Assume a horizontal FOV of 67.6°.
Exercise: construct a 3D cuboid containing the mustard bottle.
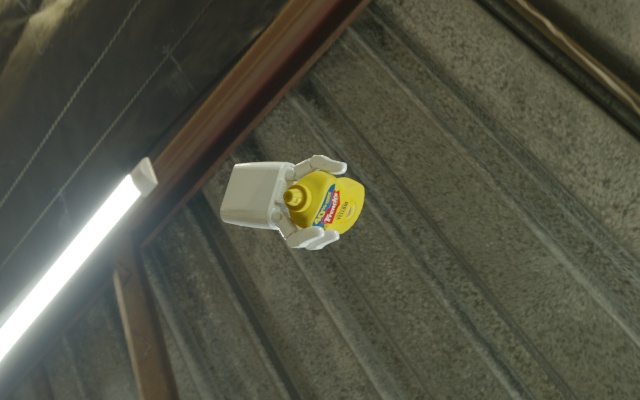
[{"bbox_3d":[0.001,0.003,0.759,0.058,0.096,0.191,31,10,29],"label":"mustard bottle"}]
